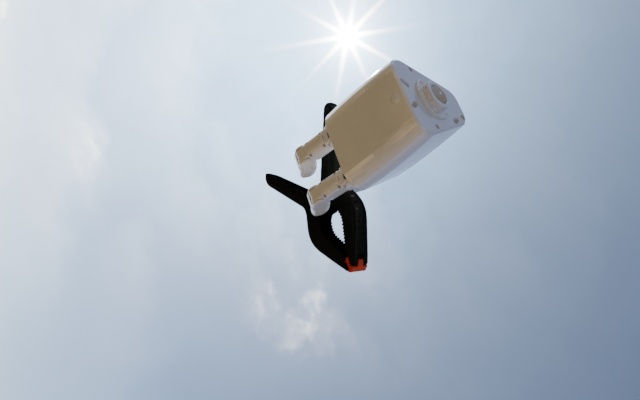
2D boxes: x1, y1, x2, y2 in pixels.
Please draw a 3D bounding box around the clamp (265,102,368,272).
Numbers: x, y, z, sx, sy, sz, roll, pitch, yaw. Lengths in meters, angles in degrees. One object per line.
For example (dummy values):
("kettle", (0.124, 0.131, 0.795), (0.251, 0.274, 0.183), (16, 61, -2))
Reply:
("clamp", (0.001, 0.002, 0.625), (0.036, 0.210, 0.165), (0, -28, -43))
